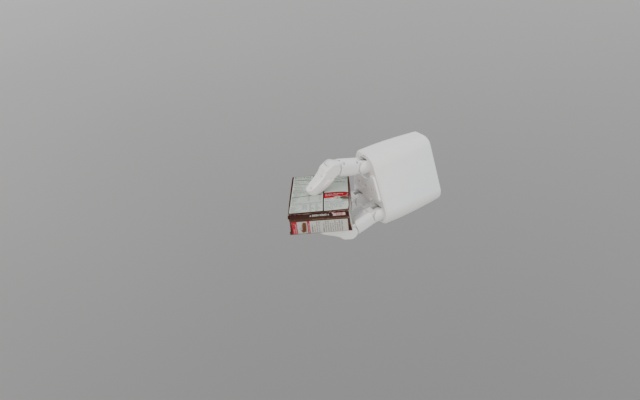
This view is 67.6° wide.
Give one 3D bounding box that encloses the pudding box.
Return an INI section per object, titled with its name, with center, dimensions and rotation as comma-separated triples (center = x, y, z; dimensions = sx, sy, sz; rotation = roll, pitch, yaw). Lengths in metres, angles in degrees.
[pudding box]
center = 0.000, 0.002, 0.706
dimensions = 0.090, 0.039, 0.113
rotation = -5, 30, 5
